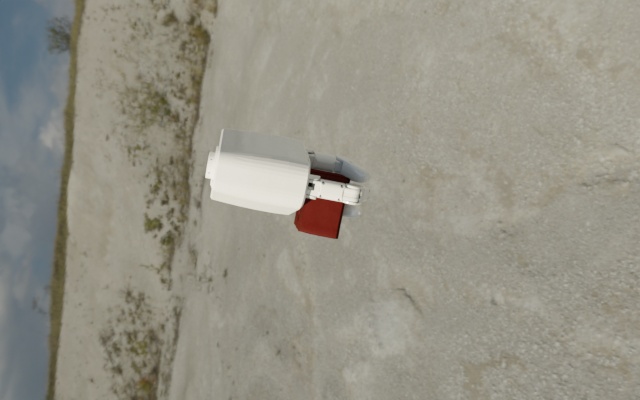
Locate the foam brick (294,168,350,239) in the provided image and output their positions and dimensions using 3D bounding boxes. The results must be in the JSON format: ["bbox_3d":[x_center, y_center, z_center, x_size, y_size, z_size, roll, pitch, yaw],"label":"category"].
[{"bbox_3d":[0.000,0.002,0.601,0.051,0.078,0.053,9,7,-12],"label":"foam brick"}]
